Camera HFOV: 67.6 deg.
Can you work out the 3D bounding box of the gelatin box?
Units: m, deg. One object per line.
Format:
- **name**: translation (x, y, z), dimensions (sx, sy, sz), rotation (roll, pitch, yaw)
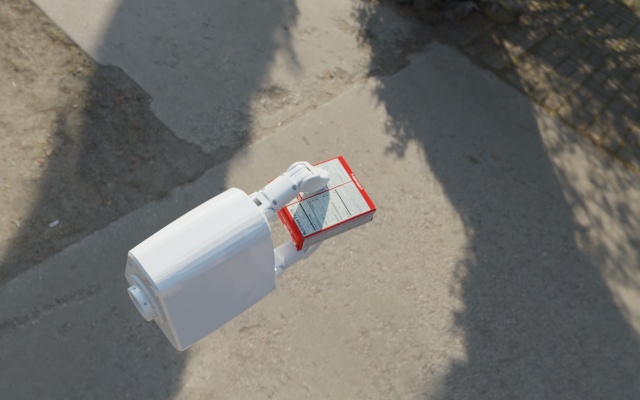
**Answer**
- **gelatin box**: translation (0.000, 0.001, 0.483), dimensions (0.089, 0.073, 0.030), rotation (-21, -26, -21)
